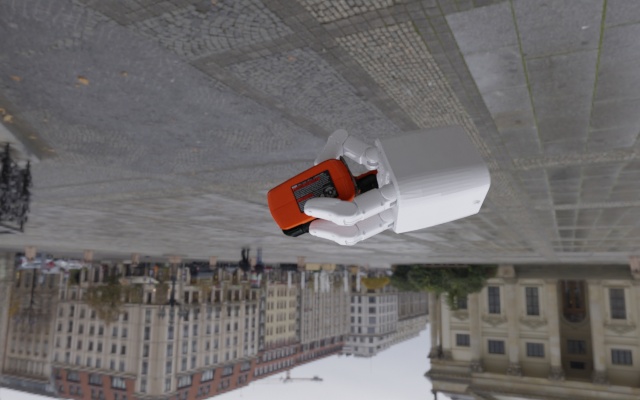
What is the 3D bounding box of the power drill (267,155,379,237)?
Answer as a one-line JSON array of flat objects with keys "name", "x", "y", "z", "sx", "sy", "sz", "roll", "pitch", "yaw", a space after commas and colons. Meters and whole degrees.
[{"name": "power drill", "x": 0.000, "y": 0.002, "z": 0.642, "sx": 0.184, "sy": 0.057, "sz": 0.187, "roll": -27, "pitch": -9, "yaw": 15}]
